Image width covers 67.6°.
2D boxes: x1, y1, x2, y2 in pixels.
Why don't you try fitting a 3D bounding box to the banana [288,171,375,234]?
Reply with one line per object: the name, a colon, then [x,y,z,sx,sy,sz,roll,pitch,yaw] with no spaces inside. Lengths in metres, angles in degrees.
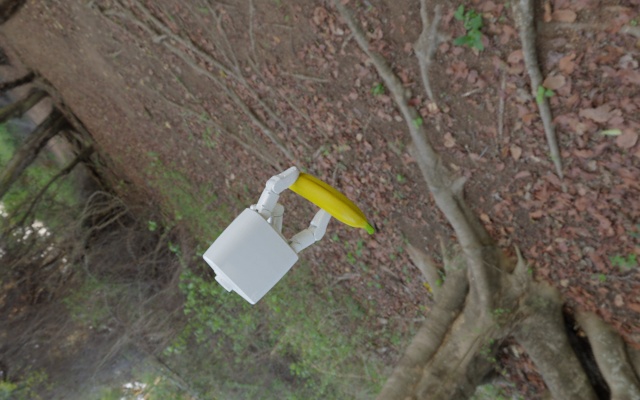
banana: [0.000,-0.005,0.784,0.197,0.037,0.070,34,-20,25]
